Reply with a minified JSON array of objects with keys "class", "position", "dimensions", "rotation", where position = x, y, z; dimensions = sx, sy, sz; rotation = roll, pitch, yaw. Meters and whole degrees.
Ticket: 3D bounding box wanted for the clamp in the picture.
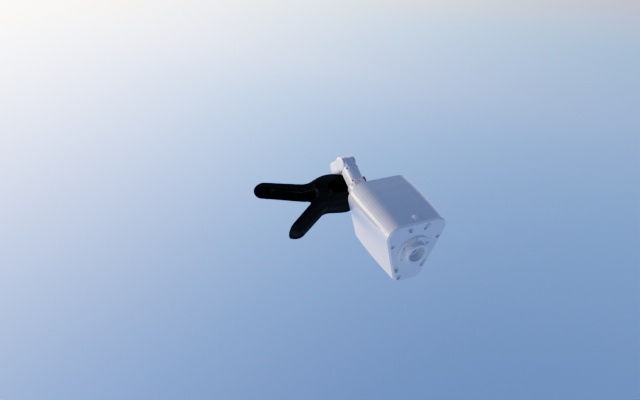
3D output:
[{"class":"clamp","position":[0.000,0.003,0.697],"dimensions":[0.171,0.039,0.120],"rotation":[-12,47,-21]}]
